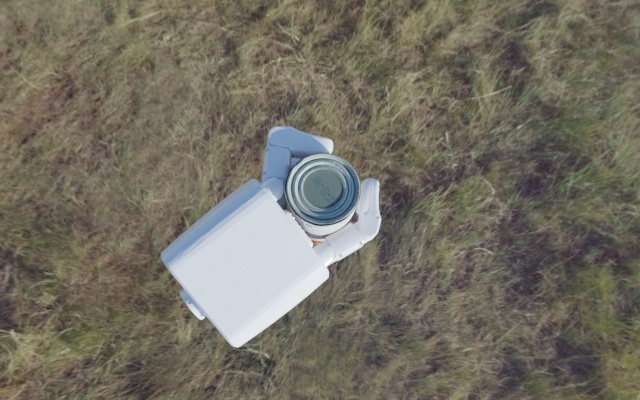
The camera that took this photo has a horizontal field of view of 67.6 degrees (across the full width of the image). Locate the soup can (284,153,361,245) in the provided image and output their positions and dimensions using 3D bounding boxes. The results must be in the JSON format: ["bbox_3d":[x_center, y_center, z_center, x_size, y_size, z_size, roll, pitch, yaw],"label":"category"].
[{"bbox_3d":[0.001,0.001,0.459,0.068,0.068,0.102,0,-14,-2],"label":"soup can"}]
